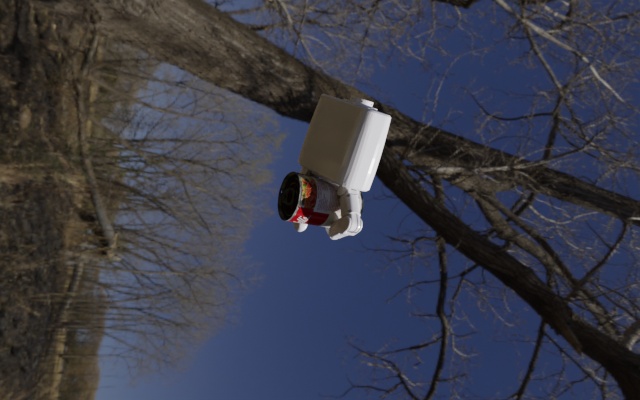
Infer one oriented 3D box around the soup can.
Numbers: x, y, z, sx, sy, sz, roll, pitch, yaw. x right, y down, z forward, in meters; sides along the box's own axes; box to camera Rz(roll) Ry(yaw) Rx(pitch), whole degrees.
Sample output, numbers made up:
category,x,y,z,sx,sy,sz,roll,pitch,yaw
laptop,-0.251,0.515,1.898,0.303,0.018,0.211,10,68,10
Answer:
category,x,y,z,sx,sy,sz,roll,pitch,yaw
soup can,0.000,0.003,0.668,0.102,0.068,0.068,11,-5,-29
